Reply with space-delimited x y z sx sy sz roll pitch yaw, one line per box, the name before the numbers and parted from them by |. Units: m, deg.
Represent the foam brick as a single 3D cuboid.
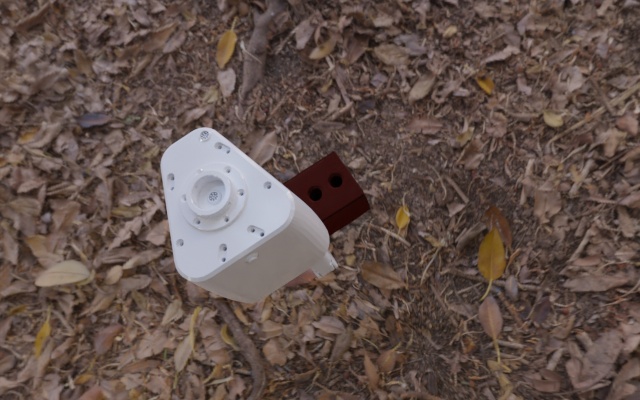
foam brick | 0.000 0.001 0.450 0.078 0.053 0.051 -34 -21 0
